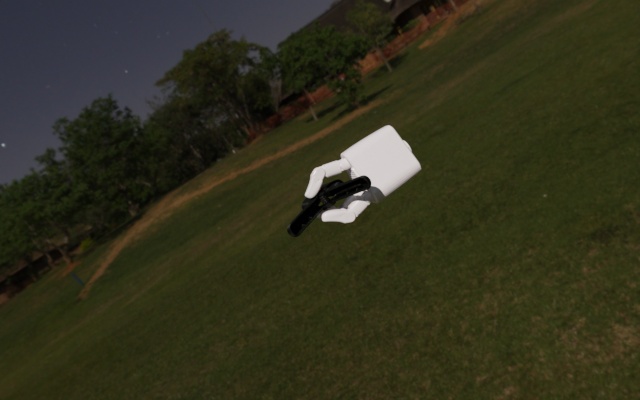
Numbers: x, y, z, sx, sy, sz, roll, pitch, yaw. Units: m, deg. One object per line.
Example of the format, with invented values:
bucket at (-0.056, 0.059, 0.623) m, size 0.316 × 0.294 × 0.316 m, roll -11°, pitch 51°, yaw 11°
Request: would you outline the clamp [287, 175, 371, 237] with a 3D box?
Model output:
clamp at (0.000, 0.002, 0.887) m, size 0.164 × 0.036 × 0.210 m, roll -34°, pitch 9°, yaw -6°
